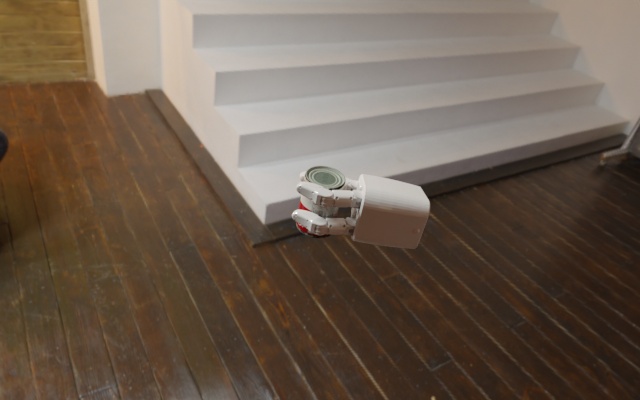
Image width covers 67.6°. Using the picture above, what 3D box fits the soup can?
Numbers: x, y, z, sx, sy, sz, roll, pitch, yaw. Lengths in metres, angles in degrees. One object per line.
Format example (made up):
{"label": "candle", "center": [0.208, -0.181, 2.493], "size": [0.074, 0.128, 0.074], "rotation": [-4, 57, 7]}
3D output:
{"label": "soup can", "center": [0.000, 0.002, 0.789], "size": [0.068, 0.102, 0.068], "rotation": [8, 35, -5]}
